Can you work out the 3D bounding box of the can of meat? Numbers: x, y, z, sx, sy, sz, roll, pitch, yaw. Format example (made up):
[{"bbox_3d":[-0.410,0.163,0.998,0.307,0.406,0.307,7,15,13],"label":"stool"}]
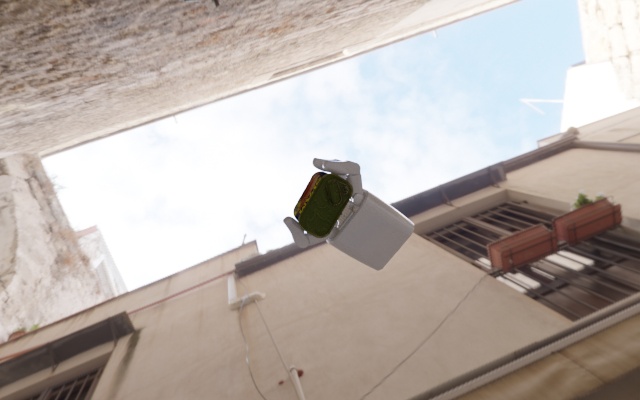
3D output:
[{"bbox_3d":[0.000,0.003,0.784,0.057,0.102,0.084,30,1,-15],"label":"can of meat"}]
